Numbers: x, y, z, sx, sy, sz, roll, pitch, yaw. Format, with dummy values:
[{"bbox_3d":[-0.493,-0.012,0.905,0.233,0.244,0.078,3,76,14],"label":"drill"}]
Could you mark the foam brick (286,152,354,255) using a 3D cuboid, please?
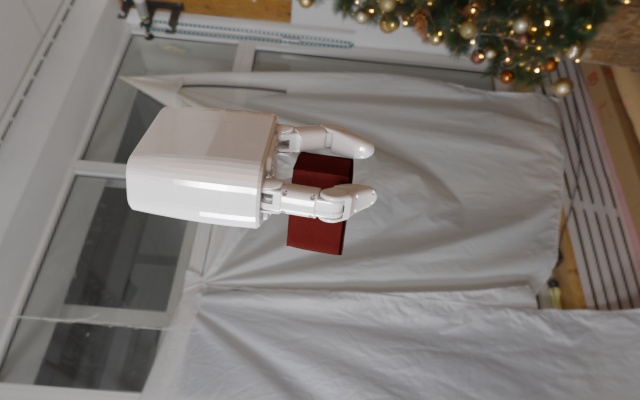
[{"bbox_3d":[0.000,0.002,0.437,0.051,0.078,0.053,7,23,2],"label":"foam brick"}]
